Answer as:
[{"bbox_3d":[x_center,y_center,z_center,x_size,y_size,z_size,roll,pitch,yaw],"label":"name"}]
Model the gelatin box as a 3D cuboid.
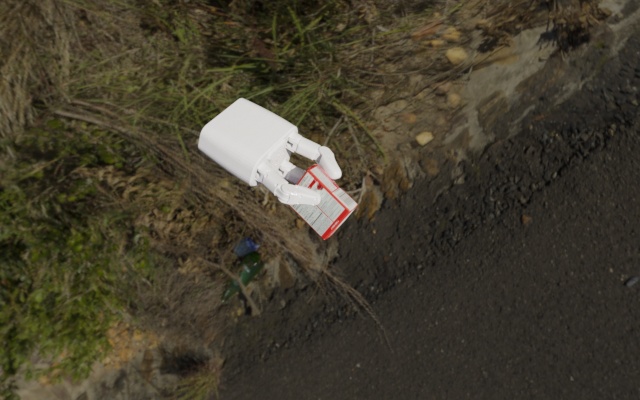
[{"bbox_3d":[0.000,0.003,0.707,0.030,0.089,0.073,-35,-13,-52],"label":"gelatin box"}]
